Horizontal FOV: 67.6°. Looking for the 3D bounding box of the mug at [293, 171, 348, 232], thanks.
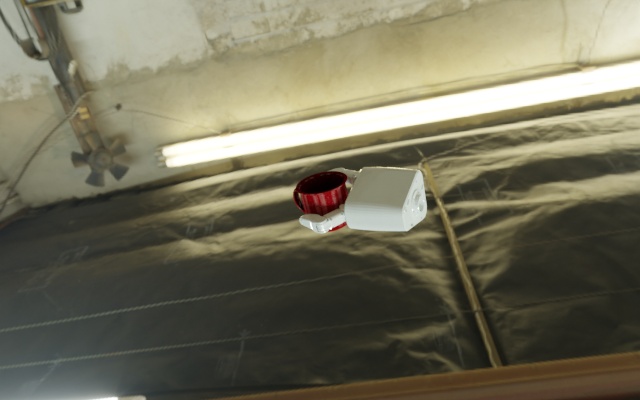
[{"bbox_3d":[-0.001,0.003,0.858,0.117,0.081,0.093,4,30,33],"label":"mug"}]
